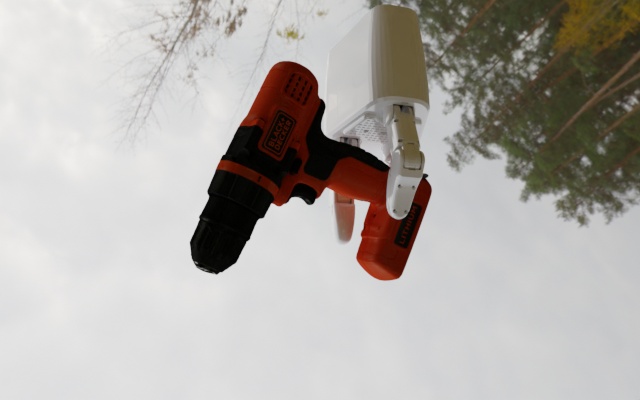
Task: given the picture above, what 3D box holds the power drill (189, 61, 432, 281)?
[{"bbox_3d":[0.000,0.001,0.412,0.188,0.184,0.057,30,-13,-27],"label":"power drill"}]
